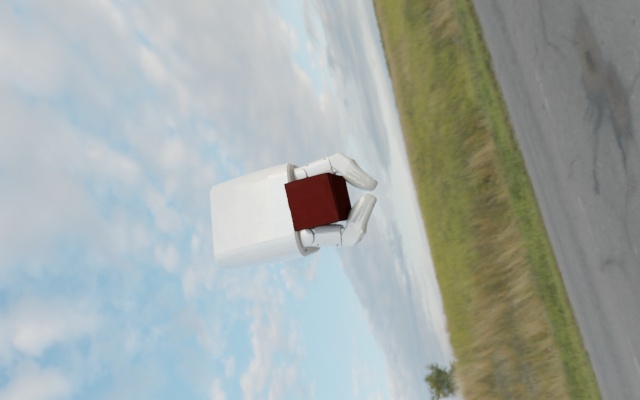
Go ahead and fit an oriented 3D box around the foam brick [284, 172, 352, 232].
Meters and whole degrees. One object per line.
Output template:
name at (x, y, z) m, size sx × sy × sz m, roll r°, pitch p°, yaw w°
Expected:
foam brick at (0.000, 0.002, 0.520) m, size 0.051 × 0.053 × 0.078 m, roll -13°, pitch -3°, yaw 14°
